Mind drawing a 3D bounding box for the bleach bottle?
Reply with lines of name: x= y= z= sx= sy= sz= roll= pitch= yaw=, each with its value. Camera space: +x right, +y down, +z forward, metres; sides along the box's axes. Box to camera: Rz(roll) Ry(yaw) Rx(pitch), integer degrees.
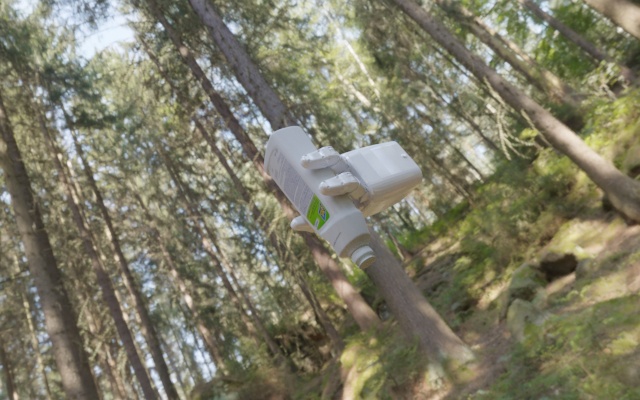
bleach bottle: x=0.000 y=0.002 z=0.726 sx=0.068 sy=0.250 sz=0.103 roll=-19 pitch=-33 yaw=-26
